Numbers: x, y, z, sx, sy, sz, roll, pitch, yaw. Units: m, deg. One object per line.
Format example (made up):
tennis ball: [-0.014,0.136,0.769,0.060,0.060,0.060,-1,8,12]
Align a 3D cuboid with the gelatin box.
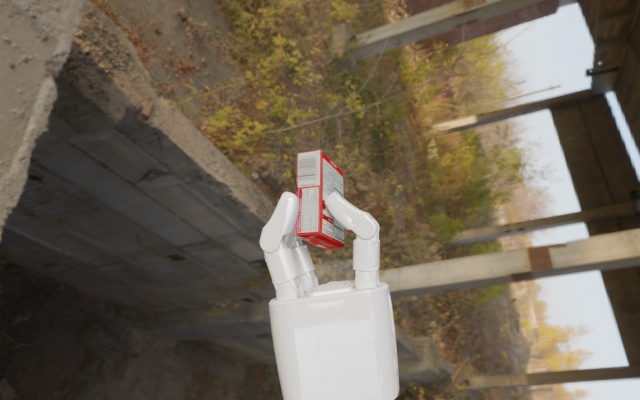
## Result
gelatin box: [0.001,0.001,0.497,0.030,0.089,0.073,-5,-16,20]
